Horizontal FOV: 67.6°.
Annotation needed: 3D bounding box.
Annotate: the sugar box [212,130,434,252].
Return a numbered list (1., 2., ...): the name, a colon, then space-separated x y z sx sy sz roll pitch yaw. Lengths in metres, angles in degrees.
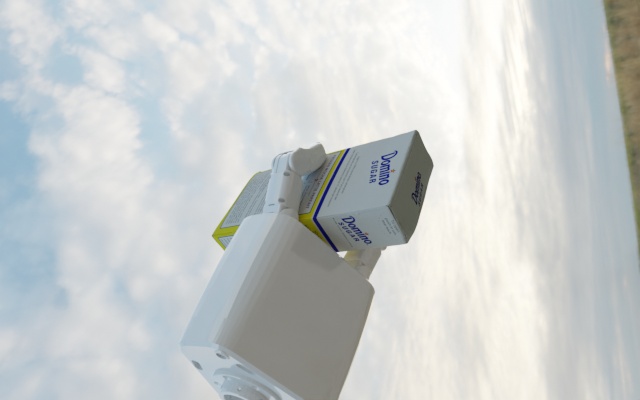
1. sugar box: 0.000 0.002 0.404 0.176 0.048 0.093 -8 38 34
